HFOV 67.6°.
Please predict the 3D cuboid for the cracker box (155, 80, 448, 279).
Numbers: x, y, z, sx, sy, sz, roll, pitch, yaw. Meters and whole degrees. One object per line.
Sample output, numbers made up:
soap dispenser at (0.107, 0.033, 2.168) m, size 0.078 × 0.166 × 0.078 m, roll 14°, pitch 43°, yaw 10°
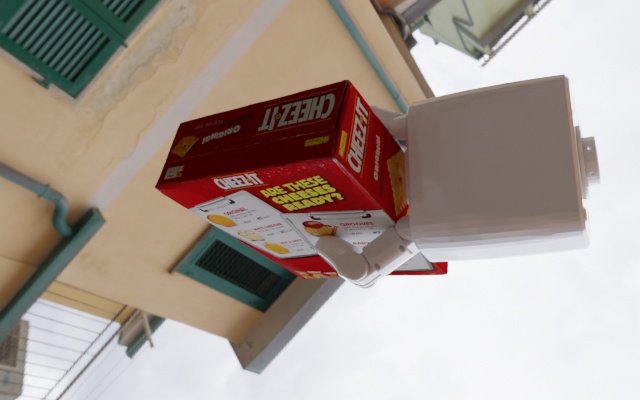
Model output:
cracker box at (0.000, 0.002, 0.412) m, size 0.164 × 0.072 × 0.214 m, roll -7°, pitch -31°, yaw 32°
